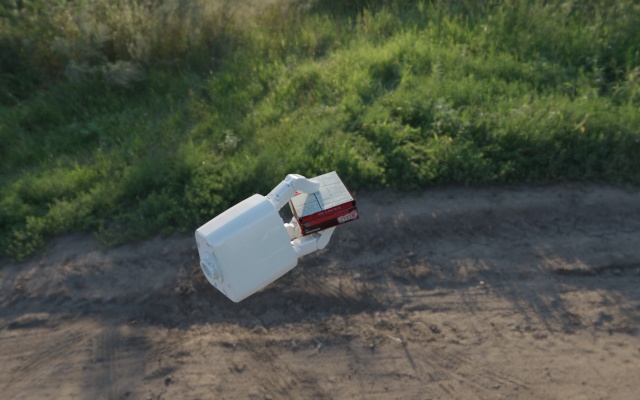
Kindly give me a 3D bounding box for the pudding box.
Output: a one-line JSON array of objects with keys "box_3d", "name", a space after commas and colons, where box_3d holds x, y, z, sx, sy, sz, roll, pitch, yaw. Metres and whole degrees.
[{"box_3d": [0.000, 0.002, 0.735, 0.090, 0.039, 0.113, -17, 32, -6], "name": "pudding box"}]
